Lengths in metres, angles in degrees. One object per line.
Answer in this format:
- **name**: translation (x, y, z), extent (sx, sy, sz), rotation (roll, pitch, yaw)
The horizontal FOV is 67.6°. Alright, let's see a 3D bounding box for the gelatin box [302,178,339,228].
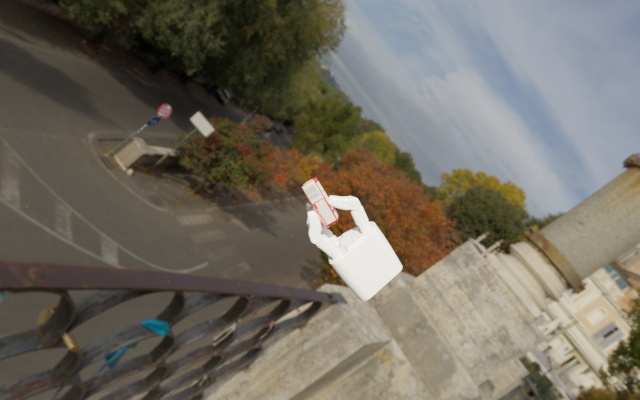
- **gelatin box**: translation (0.000, 0.002, 0.892), extent (0.030, 0.089, 0.073), rotation (-30, 4, 6)
